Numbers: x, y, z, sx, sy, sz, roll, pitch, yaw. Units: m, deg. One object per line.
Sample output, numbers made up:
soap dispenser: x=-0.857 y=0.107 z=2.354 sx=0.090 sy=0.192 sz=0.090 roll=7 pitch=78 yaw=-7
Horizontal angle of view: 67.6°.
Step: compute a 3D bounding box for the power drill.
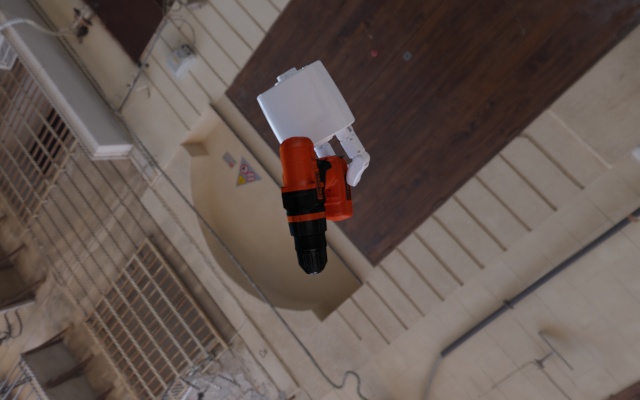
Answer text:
power drill: x=0.000 y=0.002 z=0.697 sx=0.057 sy=0.184 sz=0.187 roll=-6 pitch=3 yaw=16
